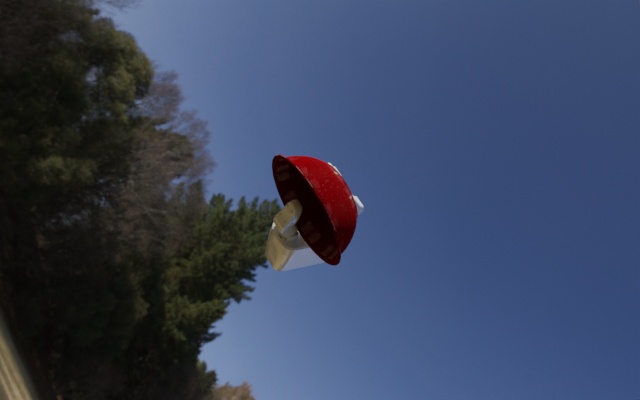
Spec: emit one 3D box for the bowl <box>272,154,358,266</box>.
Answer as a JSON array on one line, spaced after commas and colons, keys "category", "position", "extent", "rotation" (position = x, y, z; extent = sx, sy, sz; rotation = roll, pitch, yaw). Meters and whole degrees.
[{"category": "bowl", "position": [0.001, 0.002, 0.623], "extent": [0.055, 0.162, 0.162], "rotation": [-29, 9, -18]}]
